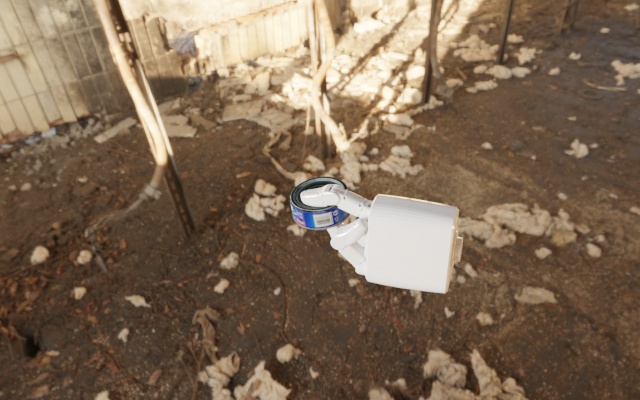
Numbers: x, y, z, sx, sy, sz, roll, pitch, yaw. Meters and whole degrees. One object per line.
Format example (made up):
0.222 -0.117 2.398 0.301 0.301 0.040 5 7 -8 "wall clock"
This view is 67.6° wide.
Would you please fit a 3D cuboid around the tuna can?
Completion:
0.000 0.002 0.679 0.086 0.034 0.086 -7 36 5 "tuna can"
